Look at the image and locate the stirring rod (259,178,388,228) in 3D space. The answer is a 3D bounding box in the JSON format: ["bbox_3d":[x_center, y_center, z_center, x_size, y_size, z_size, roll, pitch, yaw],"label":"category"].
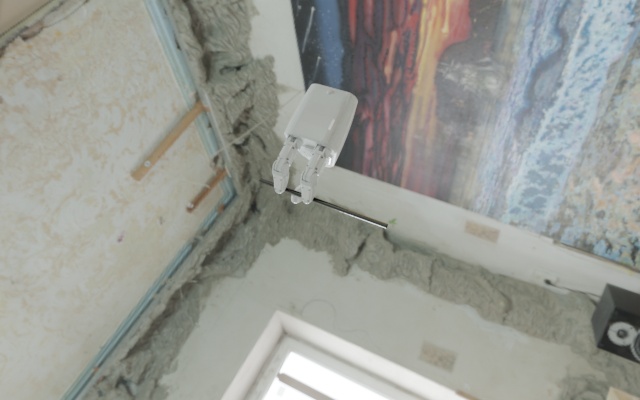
[{"bbox_3d":[0.000,0.003,0.805,0.239,0.011,0.011,20,7,20],"label":"stirring rod"}]
